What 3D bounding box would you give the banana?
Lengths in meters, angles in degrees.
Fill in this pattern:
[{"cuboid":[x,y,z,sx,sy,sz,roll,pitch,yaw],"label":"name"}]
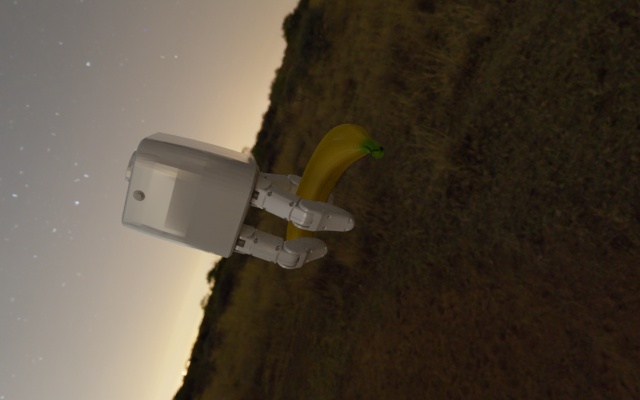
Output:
[{"cuboid":[0.002,-0.015,0.485,0.037,0.069,0.198,15,-39,-17],"label":"banana"}]
